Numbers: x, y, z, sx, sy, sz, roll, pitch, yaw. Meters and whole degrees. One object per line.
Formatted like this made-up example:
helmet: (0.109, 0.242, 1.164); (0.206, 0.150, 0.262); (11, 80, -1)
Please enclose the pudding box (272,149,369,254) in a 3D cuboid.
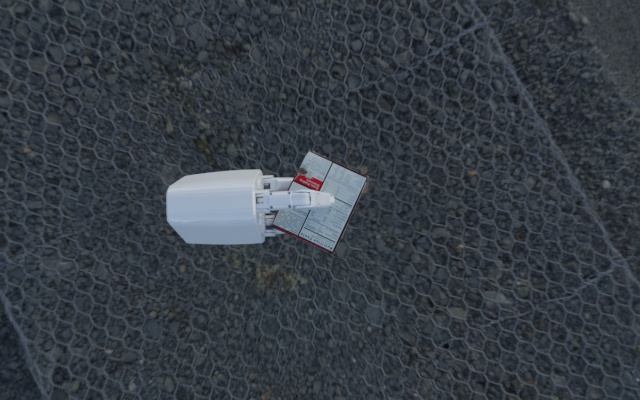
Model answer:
pudding box: (0.000, 0.002, 0.623); (0.090, 0.113, 0.039); (25, -3, 2)
